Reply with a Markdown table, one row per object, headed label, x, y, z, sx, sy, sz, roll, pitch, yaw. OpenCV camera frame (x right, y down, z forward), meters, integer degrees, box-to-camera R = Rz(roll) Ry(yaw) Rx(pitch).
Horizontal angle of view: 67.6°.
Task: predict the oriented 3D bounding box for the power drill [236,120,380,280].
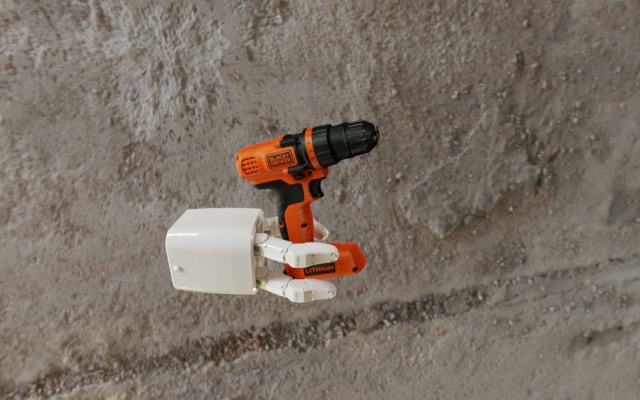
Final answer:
| label | x | y | z | sx | sy | sz | roll | pitch | yaw |
| --- | --- | --- | --- | --- | --- | --- | --- | --- | --- |
| power drill | 0.000 | 0.002 | 0.599 | 0.184 | 0.188 | 0.057 | -11 | 12 | 21 |
